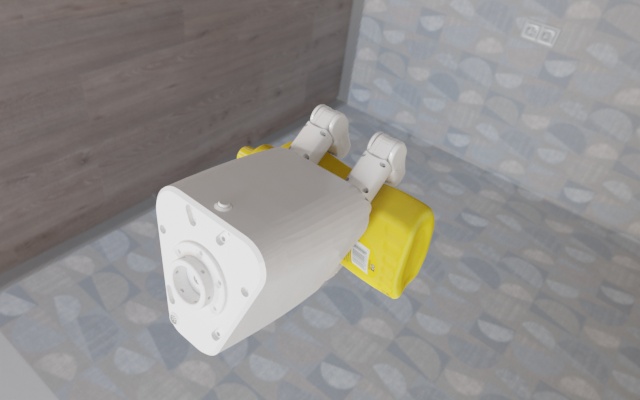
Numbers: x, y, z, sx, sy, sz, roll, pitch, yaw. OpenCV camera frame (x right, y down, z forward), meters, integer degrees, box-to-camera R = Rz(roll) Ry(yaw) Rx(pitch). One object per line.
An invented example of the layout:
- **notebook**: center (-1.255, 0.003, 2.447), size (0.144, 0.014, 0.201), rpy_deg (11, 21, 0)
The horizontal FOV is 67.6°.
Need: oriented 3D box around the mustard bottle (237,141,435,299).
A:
- **mustard bottle**: center (0.000, 0.001, 0.412), size (0.191, 0.096, 0.058), rpy_deg (31, 57, 25)
